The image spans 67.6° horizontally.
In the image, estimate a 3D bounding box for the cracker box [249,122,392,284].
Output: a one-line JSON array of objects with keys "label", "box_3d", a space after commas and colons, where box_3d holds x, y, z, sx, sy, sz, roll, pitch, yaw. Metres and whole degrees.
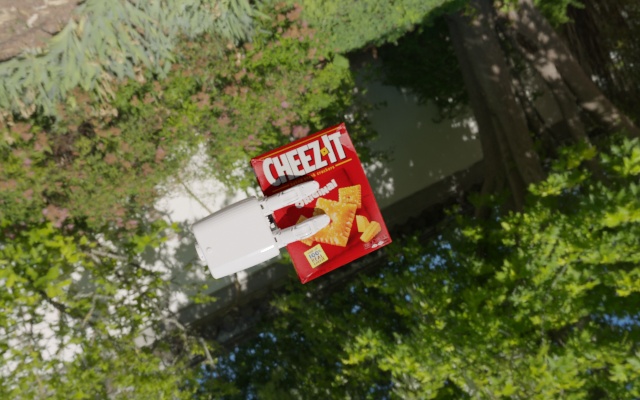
[{"label": "cracker box", "box_3d": [0.000, 0.003, 0.778, 0.164, 0.214, 0.072, -23, 5, -9]}]
